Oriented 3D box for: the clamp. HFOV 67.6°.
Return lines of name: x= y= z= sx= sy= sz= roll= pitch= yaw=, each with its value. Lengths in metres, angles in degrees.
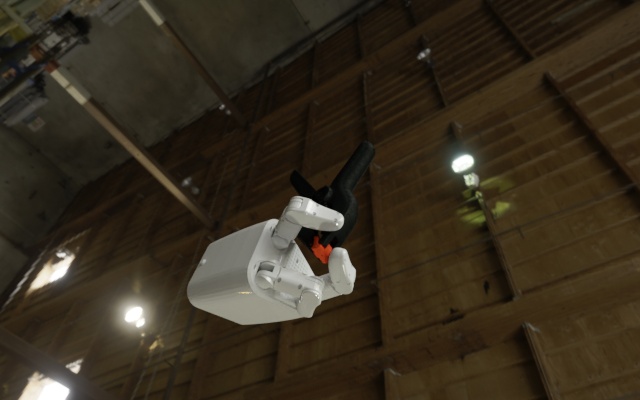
clamp: x=0.000 y=0.002 z=0.568 sx=0.120 sy=0.171 sz=0.039 roll=-20 pitch=-55 yaw=34
